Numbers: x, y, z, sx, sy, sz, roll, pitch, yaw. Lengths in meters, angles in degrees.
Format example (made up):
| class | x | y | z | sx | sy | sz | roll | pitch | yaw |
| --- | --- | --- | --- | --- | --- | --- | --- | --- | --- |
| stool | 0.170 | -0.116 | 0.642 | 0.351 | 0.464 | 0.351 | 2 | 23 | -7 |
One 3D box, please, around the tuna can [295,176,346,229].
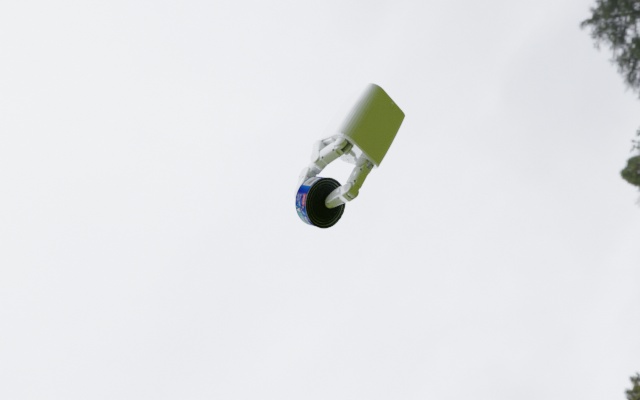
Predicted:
| class | x | y | z | sx | sy | sz | roll | pitch | yaw |
| --- | --- | --- | --- | --- | --- | --- | --- | --- | --- |
| tuna can | 0.000 | 0.003 | 0.796 | 0.086 | 0.086 | 0.033 | 0 | 7 | -39 |
